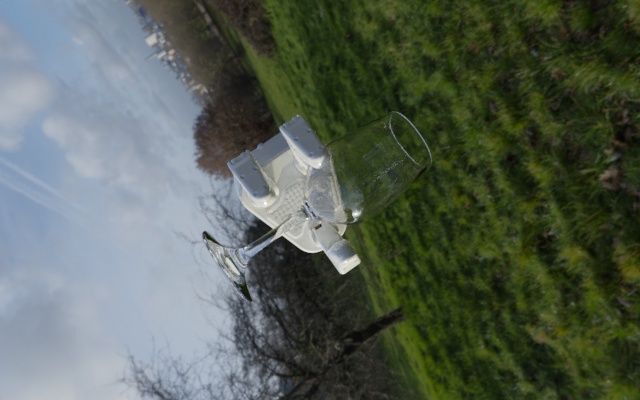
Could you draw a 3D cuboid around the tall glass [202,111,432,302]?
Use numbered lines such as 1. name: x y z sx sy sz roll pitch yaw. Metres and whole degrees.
1. tall glass: 0.000 0.002 0.424 0.201 0.079 0.079 -34 3 -5
